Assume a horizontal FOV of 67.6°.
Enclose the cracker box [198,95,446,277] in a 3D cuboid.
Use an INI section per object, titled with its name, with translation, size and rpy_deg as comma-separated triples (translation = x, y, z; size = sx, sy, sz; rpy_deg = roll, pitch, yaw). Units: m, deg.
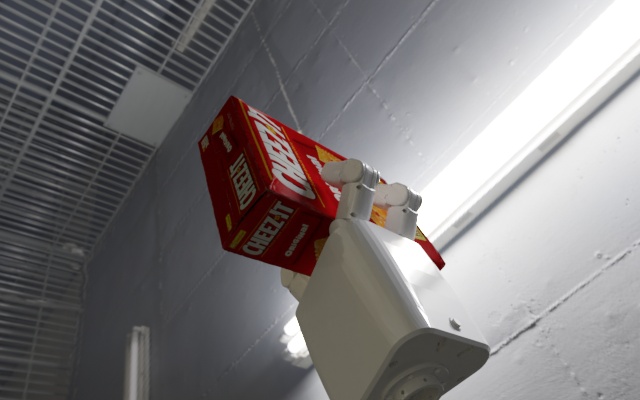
[cracker box]
translation = 0.000, 0.002, 0.465
size = 0.214, 0.072, 0.164
rpy_deg = 25, 23, -35
